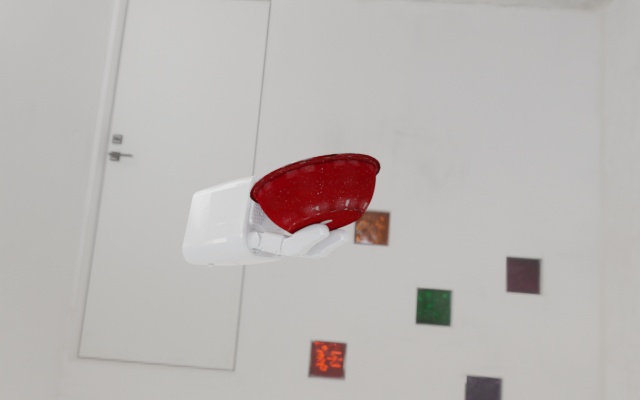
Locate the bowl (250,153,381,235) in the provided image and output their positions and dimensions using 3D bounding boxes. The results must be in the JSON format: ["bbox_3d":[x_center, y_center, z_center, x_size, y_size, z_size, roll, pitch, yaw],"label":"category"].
[{"bbox_3d":[0.001,0.002,0.569,0.162,0.055,0.162,-13,-17,-4],"label":"bowl"}]
